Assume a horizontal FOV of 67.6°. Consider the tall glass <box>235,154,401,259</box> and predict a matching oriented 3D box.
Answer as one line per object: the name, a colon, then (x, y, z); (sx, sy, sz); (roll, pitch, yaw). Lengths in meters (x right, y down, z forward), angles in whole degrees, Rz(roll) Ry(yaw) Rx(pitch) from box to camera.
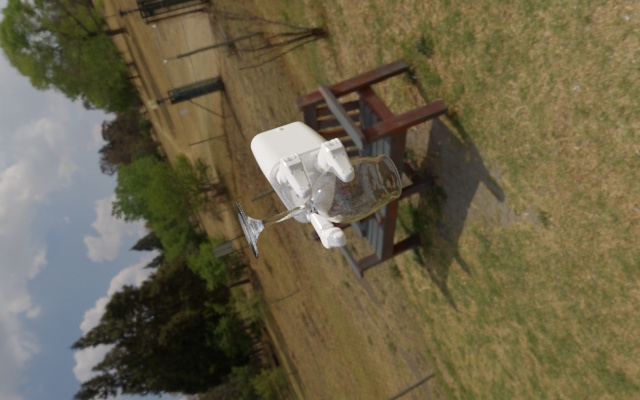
tall glass: (0.000, 0.002, 0.602); (0.201, 0.079, 0.079); (-20, 5, -14)
